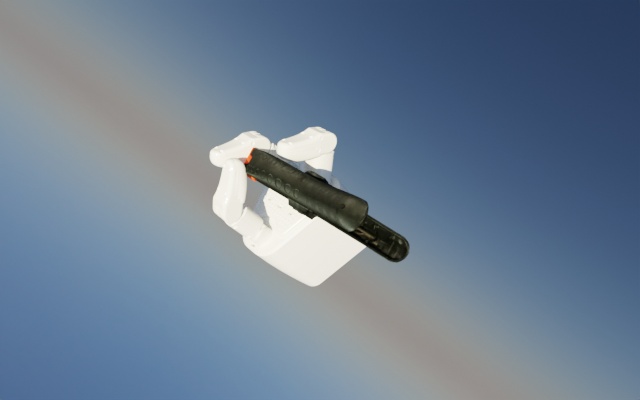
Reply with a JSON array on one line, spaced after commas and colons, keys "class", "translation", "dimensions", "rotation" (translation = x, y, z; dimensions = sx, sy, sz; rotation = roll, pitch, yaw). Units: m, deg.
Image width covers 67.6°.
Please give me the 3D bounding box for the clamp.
[{"class": "clamp", "translation": [0.000, 0.002, 0.418], "dimensions": [0.171, 0.039, 0.120], "rotation": [32, -9, 41]}]
